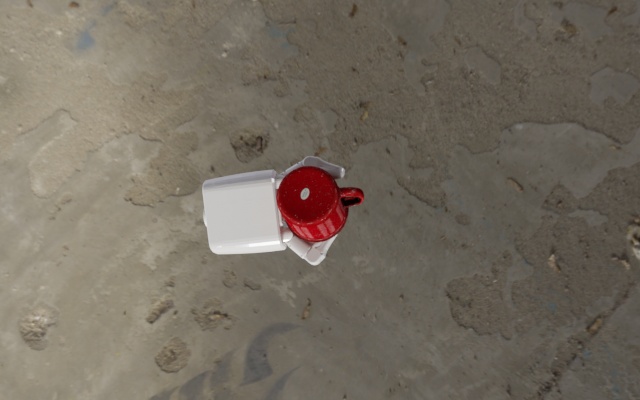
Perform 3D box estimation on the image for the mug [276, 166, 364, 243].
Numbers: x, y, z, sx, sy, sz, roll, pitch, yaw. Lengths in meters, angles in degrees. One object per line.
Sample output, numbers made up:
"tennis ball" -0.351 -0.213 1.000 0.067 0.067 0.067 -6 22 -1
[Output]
"mug" 0.002 0.002 0.637 0.117 0.093 0.081 -7 -16 6
